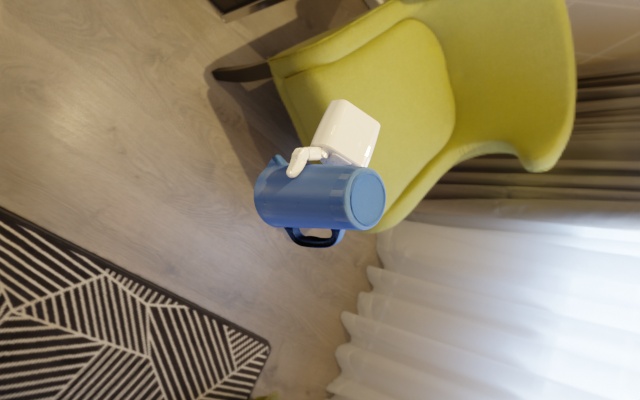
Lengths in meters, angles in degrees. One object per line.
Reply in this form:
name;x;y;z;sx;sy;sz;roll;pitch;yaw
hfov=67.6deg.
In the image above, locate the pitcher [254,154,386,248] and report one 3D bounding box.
pitcher;0.000;0.003;0.888;0.243;0.145;0.149;4;-25;46
